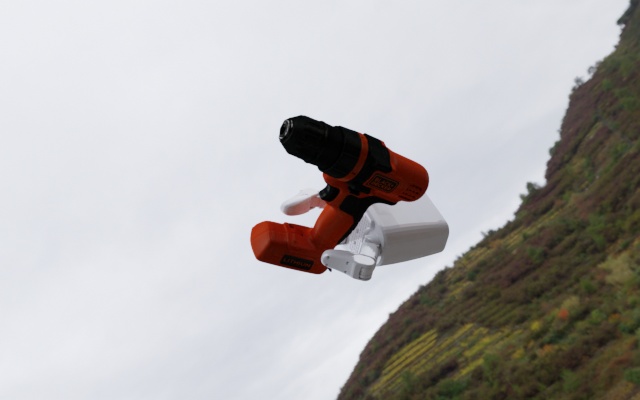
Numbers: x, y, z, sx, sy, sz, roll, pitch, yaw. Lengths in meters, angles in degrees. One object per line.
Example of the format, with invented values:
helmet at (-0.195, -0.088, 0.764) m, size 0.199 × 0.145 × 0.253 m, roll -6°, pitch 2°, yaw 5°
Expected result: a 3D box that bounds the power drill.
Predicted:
power drill at (0.000, 0.002, 0.522) m, size 0.184 × 0.057 × 0.188 m, roll 19°, pitch -50°, yaw -32°
